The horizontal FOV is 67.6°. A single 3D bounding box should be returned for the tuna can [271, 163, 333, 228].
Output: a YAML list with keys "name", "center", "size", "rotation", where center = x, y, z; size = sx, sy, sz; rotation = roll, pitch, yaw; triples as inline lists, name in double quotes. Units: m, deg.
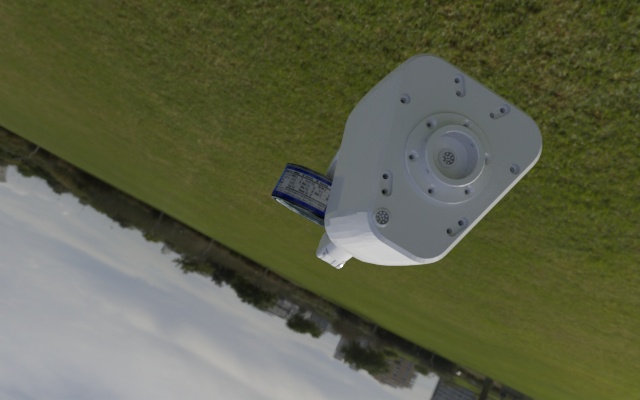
- name: "tuna can"
  center: [0.000, 0.002, 0.428]
  size: [0.086, 0.033, 0.086]
  rotation: [27, -6, 3]
